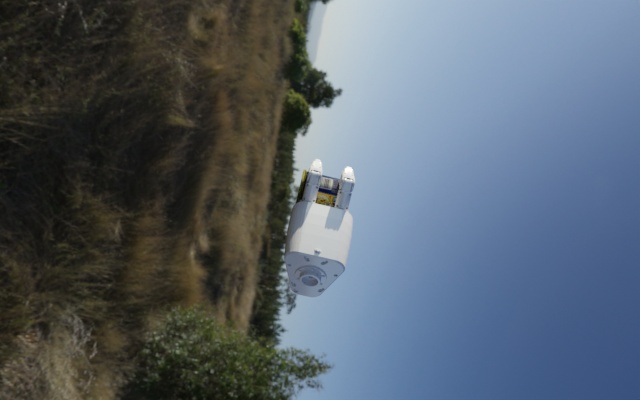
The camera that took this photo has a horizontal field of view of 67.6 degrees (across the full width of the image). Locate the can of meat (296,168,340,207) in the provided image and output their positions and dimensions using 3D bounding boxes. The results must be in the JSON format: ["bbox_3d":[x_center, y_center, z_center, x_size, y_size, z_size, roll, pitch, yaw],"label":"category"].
[{"bbox_3d":[0.000,0.003,0.824,0.084,0.102,0.057,13,41,-3],"label":"can of meat"}]
